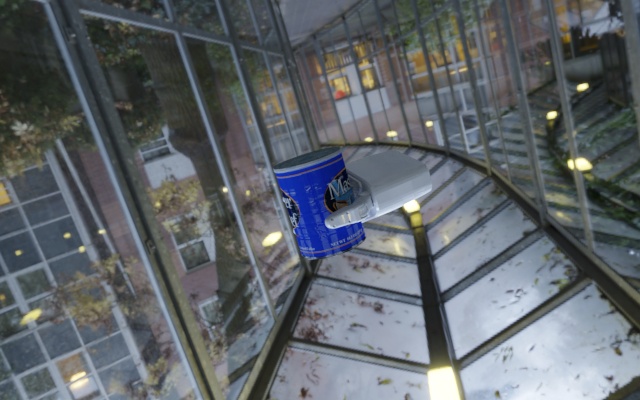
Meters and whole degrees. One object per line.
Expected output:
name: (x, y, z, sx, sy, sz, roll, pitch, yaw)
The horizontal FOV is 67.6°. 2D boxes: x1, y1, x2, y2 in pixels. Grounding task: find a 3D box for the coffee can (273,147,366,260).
coffee can: (0.000, 0.002, 0.707, 0.103, 0.140, 0.102, -16, 12, 4)
